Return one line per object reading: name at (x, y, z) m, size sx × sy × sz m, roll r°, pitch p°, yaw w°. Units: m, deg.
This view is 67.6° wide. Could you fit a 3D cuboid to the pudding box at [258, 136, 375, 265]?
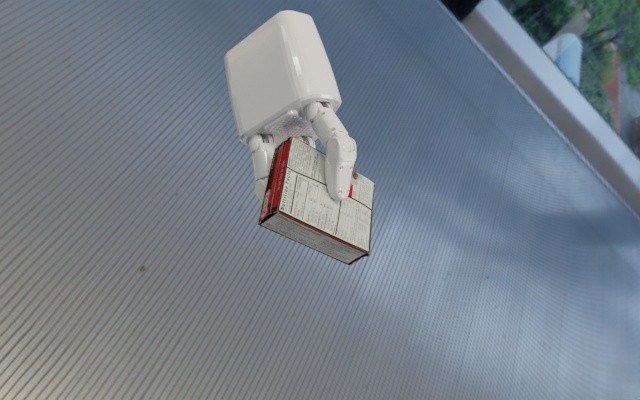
pudding box at (0.000, 0.001, 0.474) m, size 0.113 × 0.090 × 0.039 m, roll 26°, pitch -36°, yaw -25°
